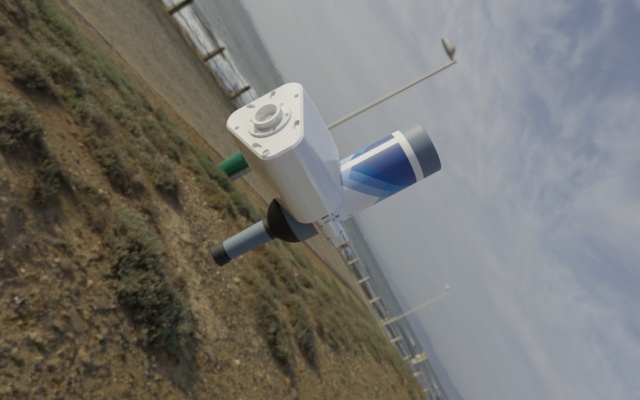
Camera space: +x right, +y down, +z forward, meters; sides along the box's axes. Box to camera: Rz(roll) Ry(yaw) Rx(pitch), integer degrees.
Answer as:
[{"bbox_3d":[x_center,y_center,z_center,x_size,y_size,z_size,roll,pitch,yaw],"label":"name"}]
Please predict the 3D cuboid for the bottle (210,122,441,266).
[{"bbox_3d":[0.000,0.002,0.586,0.296,0.069,0.069,-28,-2,3],"label":"bottle"}]
